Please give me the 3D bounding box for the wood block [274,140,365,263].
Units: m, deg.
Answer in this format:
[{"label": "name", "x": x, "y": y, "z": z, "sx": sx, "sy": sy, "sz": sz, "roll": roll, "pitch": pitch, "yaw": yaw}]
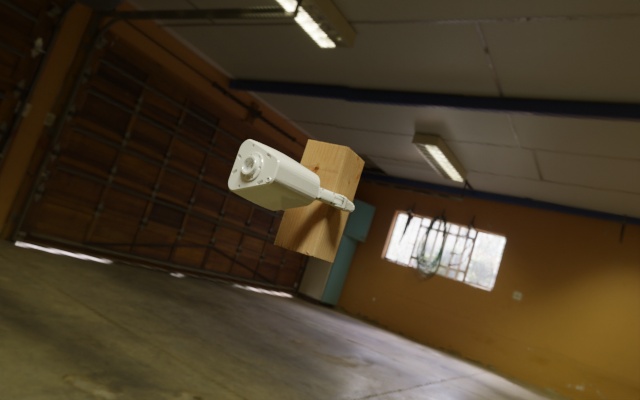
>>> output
[{"label": "wood block", "x": 0.000, "y": 0.003, "z": 0.897, "sx": 0.091, "sy": 0.206, "sz": 0.090, "roll": 14, "pitch": -8, "yaw": 28}]
